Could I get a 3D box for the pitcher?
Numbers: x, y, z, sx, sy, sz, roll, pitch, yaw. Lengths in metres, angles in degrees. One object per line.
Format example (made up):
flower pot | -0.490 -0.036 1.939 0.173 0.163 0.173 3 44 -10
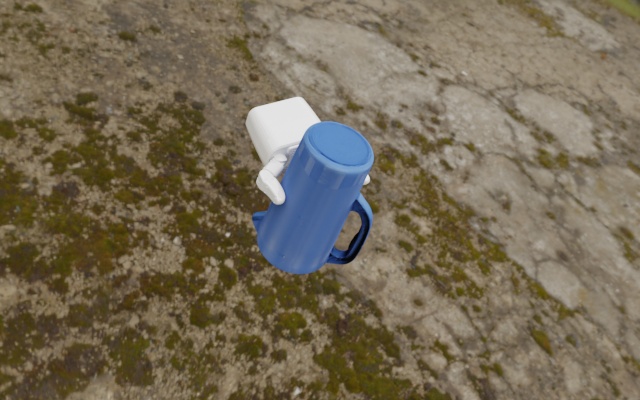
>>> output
pitcher | 0.000 0.002 0.757 0.149 0.145 0.243 -8 -37 -31
